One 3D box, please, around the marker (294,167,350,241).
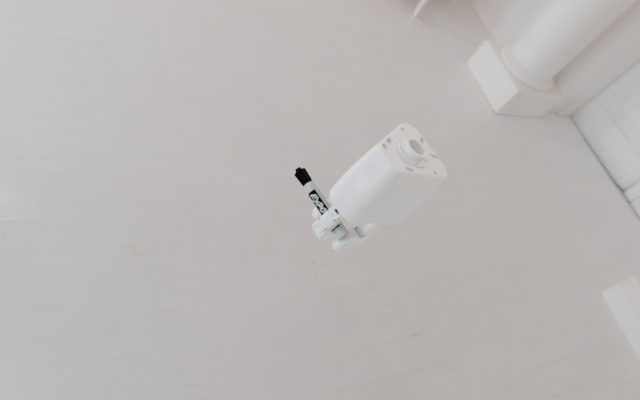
[{"bbox_3d":[0.000,0.002,0.675,0.020,0.121,0.020,-32,-15,-10],"label":"marker"}]
